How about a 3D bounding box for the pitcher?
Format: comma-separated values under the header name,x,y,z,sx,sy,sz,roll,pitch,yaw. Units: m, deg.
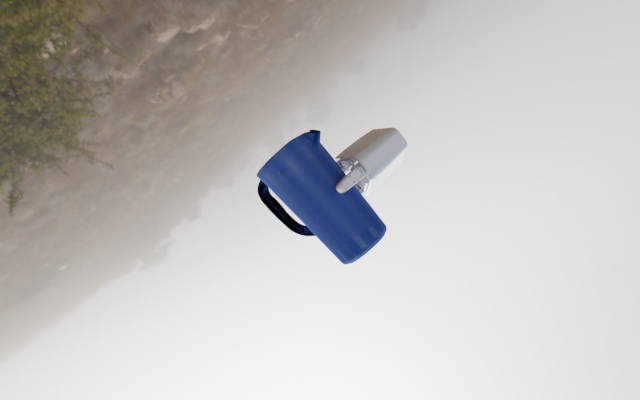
name,x,y,z,sx,sy,sz,roll,pitch,yaw
pitcher,0.000,0.003,0.889,0.145,0.243,0.149,-41,0,-15
